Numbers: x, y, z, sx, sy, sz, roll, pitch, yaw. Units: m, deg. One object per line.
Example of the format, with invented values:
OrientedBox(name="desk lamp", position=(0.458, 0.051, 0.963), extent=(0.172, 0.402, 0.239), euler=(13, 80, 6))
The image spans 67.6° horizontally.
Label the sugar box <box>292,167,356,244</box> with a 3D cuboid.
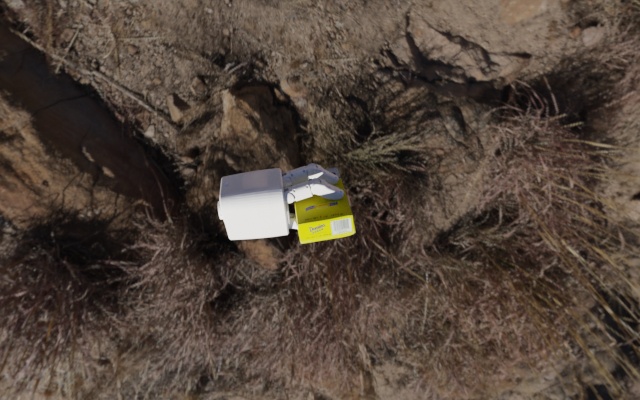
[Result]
OrientedBox(name="sugar box", position=(0.000, 0.002, 0.841), extent=(0.093, 0.048, 0.176), euler=(-9, 33, -3))
